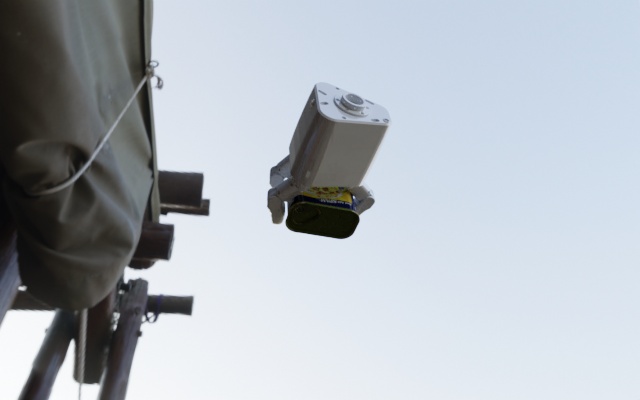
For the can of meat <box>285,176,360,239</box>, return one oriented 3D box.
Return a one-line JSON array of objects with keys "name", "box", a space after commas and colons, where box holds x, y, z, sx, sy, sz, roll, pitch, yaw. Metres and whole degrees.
[{"name": "can of meat", "box": [0.000, 0.002, 0.693, 0.102, 0.057, 0.083, 10, 41, -14]}]
